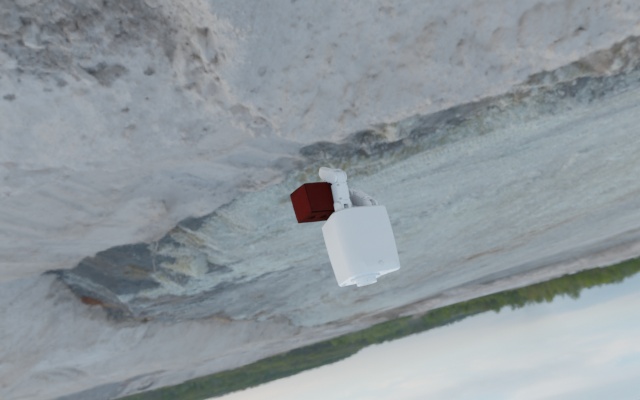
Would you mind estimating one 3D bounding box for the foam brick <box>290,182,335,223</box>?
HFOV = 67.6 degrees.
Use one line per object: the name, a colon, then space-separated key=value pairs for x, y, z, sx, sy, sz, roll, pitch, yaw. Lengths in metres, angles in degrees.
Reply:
foam brick: x=0.000 y=0.003 z=0.776 sx=0.078 sy=0.051 sz=0.053 roll=-4 pitch=-18 yaw=-31
